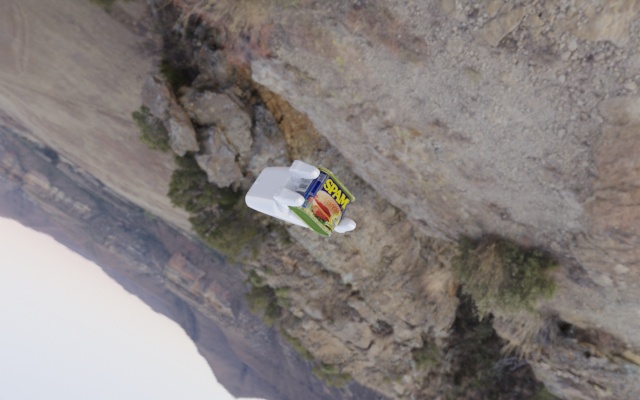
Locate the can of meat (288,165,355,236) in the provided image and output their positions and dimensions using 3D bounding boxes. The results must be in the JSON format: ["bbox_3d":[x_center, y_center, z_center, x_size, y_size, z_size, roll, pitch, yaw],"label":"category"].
[{"bbox_3d":[0.000,0.003,0.832,0.057,0.084,0.102,13,-25,47],"label":"can of meat"}]
